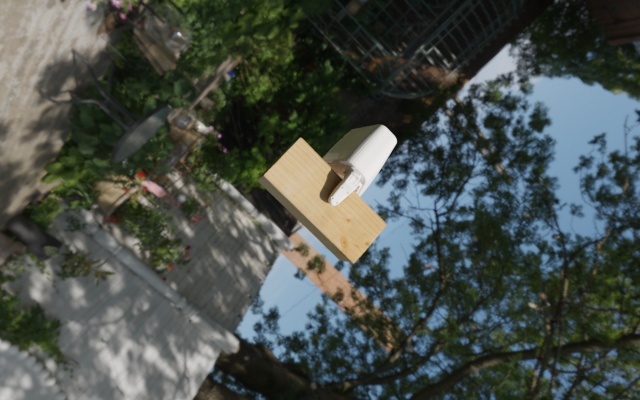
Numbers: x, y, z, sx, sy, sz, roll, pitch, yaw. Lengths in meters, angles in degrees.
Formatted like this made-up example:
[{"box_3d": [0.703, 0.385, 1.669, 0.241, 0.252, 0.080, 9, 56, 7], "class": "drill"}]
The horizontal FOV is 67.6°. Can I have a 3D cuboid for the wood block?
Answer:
[{"box_3d": [0.001, 0.002, 0.814, 0.206, 0.090, 0.091, 45, -13, -8], "class": "wood block"}]
